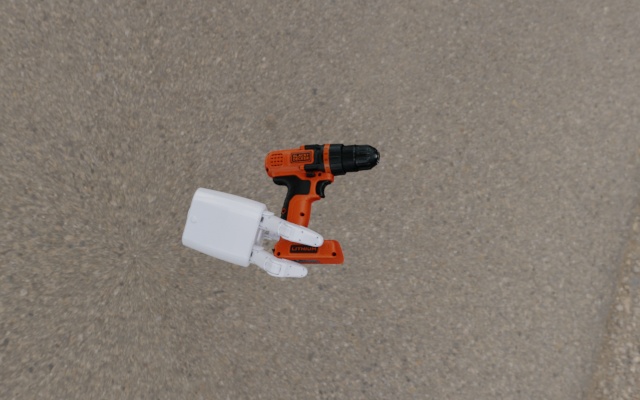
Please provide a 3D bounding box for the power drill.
[{"bbox_3d":[0.000,0.003,0.735,0.184,0.187,0.057,-4,-19,17],"label":"power drill"}]
